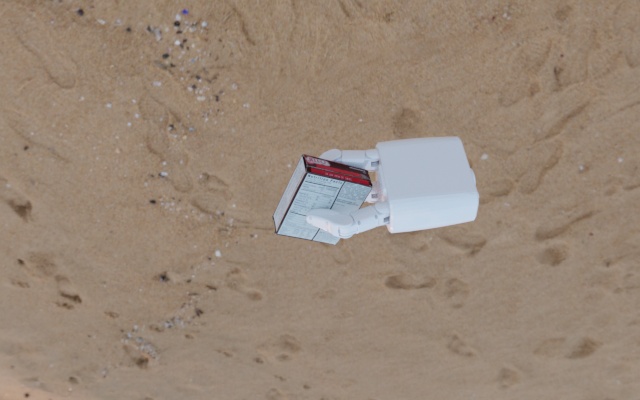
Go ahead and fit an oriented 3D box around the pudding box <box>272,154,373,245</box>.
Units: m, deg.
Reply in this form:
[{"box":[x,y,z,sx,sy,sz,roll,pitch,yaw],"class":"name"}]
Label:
[{"box":[0.000,0.002,0.599,0.090,0.113,0.039,13,38,-21],"class":"pudding box"}]
